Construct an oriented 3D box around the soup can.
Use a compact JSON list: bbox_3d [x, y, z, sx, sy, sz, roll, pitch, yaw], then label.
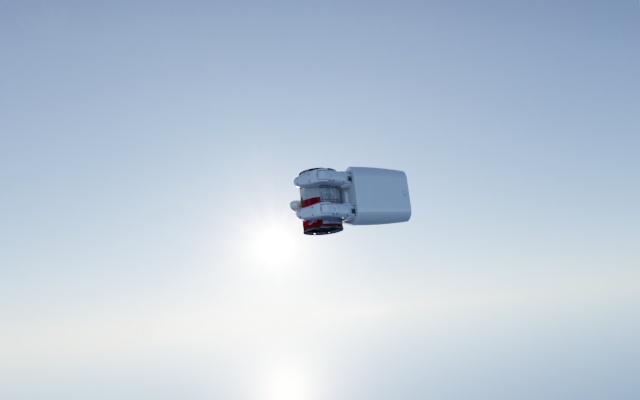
[{"bbox_3d":[0.000,0.002,0.798,0.068,0.102,0.068,-5,-13,-1],"label":"soup can"}]
